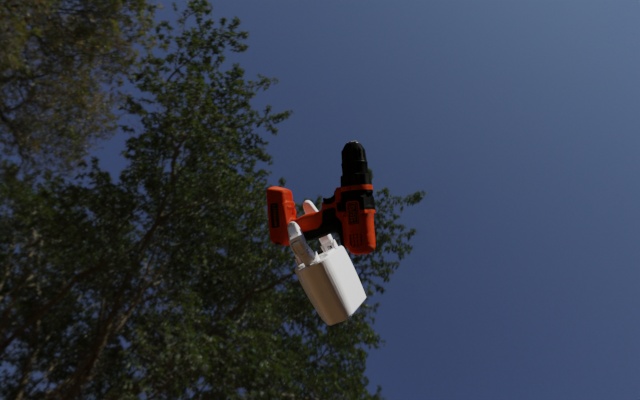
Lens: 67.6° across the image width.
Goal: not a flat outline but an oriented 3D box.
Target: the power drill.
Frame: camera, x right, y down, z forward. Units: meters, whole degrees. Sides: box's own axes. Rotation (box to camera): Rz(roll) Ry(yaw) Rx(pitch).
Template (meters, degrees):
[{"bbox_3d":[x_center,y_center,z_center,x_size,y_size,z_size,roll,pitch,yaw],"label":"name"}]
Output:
[{"bbox_3d":[0.000,0.003,0.803,0.187,0.184,0.057,-7,-6,29],"label":"power drill"}]
